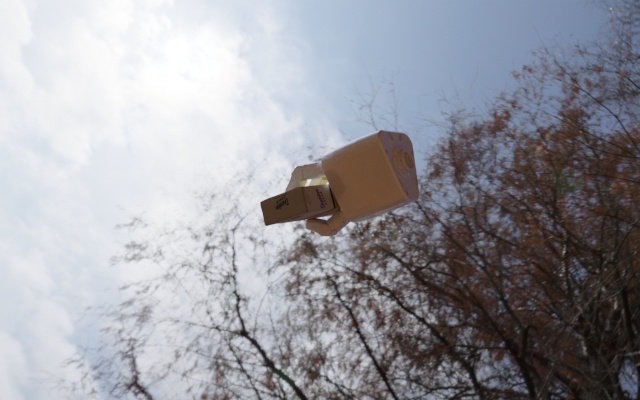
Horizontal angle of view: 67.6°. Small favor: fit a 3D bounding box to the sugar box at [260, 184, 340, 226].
[{"bbox_3d":[0.000,0.002,0.758,0.093,0.048,0.176,-19,-10,39],"label":"sugar box"}]
